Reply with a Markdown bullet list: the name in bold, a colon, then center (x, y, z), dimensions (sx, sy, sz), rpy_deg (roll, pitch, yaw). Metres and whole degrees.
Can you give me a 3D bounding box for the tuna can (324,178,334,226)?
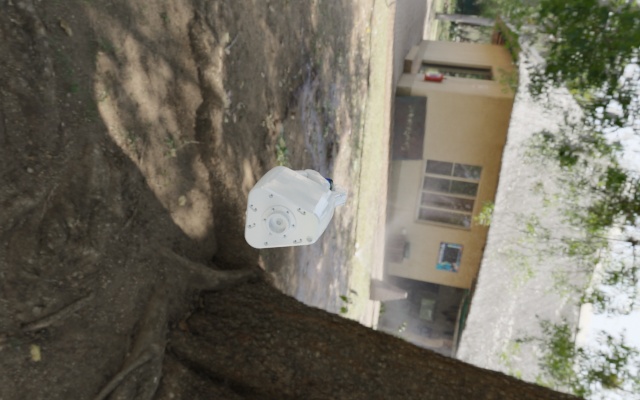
- **tuna can**: center (0.001, 0.003, 0.827), dimensions (0.034, 0.086, 0.086), rpy_deg (7, 1, 6)
